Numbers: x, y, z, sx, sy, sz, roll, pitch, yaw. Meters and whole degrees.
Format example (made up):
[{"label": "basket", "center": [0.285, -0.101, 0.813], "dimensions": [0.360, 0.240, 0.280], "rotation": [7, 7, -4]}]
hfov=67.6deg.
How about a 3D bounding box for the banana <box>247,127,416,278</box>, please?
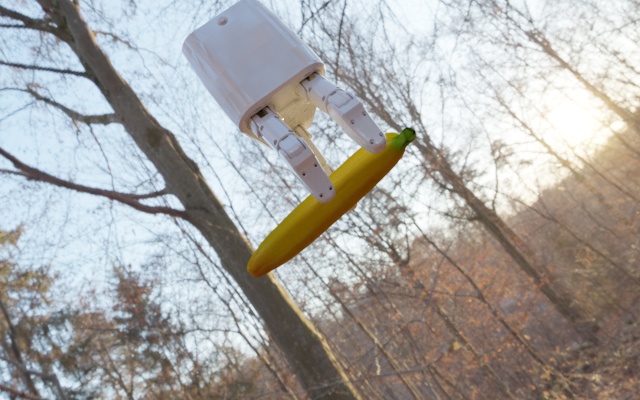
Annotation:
[{"label": "banana", "center": [0.009, -0.002, 0.444], "dimensions": [0.198, 0.037, 0.069], "rotation": [-44, -11, 16]}]
